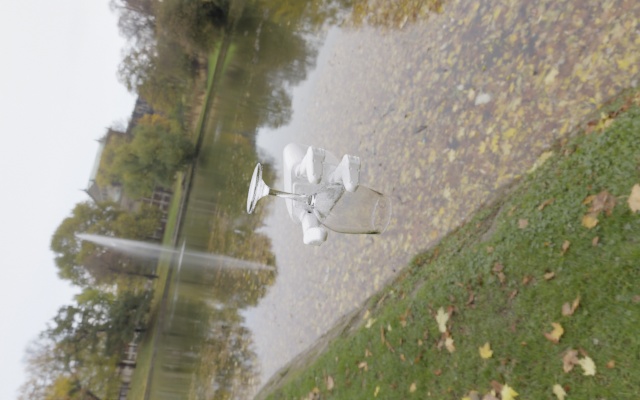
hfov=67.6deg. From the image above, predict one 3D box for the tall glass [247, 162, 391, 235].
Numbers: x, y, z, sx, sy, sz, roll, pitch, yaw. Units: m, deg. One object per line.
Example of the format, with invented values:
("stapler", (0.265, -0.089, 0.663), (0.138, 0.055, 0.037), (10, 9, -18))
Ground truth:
("tall glass", (-0.001, 0.002, 0.695), (0.201, 0.079, 0.079), (12, -4, -17))
